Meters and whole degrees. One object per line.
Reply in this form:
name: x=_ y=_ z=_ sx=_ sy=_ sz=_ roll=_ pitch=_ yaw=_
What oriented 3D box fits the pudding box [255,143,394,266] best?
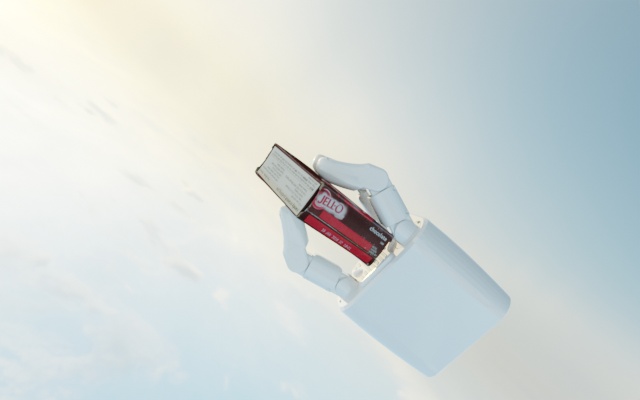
pudding box: x=0.000 y=0.002 z=0.419 sx=0.090 sy=0.039 sz=0.113 roll=37 pitch=1 yaw=-34
